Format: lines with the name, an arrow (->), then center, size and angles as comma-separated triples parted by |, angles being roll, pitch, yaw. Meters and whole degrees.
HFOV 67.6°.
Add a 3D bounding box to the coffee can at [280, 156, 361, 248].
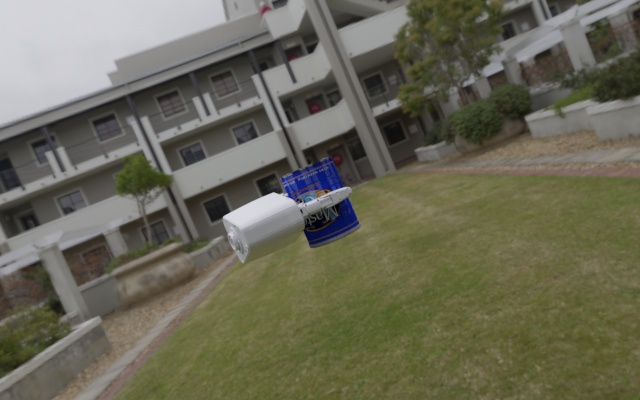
coffee can -> 0.000, 0.003, 0.874 | 0.103, 0.140, 0.103 | -23, 3, 1
